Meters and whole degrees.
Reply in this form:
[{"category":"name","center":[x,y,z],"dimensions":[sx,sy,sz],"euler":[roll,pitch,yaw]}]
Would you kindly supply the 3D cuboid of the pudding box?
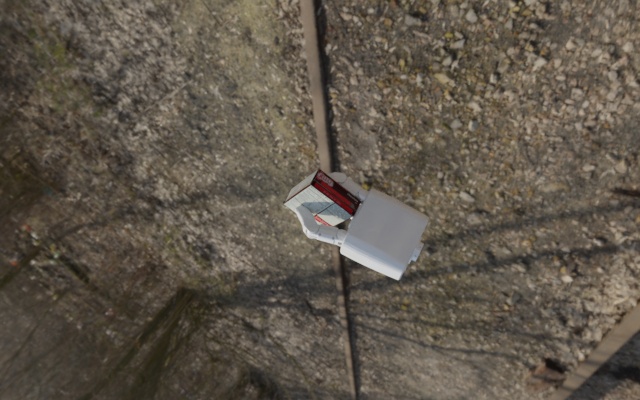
[{"category":"pudding box","center":[0.000,0.003,0.795],"dimensions":[0.090,0.039,0.113],"euler":[38,-32,-13]}]
